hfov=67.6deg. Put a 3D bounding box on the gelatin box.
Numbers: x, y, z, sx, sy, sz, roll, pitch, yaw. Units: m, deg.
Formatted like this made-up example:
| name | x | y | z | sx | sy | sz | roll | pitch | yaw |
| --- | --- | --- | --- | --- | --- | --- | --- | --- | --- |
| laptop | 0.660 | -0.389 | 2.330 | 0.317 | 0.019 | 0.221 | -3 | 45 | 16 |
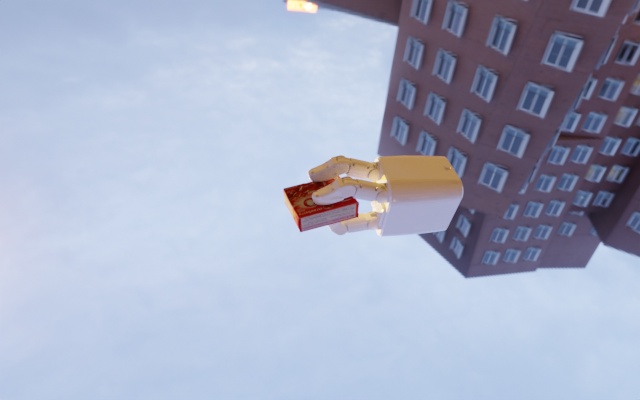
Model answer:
| name | x | y | z | sx | sy | sz | roll | pitch | yaw |
| --- | --- | --- | --- | --- | --- | --- | --- | --- | --- |
| gelatin box | 0.000 | 0.003 | 0.673 | 0.089 | 0.030 | 0.073 | -15 | 39 | -14 |
